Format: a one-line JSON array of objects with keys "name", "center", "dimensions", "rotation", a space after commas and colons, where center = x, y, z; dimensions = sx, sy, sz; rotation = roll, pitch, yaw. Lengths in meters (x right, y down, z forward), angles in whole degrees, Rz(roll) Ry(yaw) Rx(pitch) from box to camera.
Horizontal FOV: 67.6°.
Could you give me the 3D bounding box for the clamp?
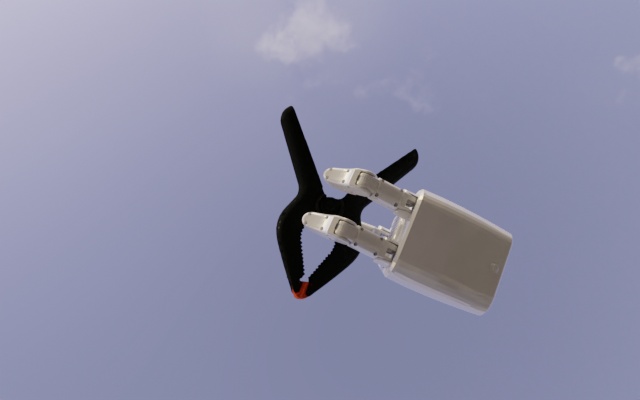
[{"name": "clamp", "center": [0.000, 0.002, 0.526], "dimensions": [0.164, 0.210, 0.036], "rotation": [25, -16, 0]}]
